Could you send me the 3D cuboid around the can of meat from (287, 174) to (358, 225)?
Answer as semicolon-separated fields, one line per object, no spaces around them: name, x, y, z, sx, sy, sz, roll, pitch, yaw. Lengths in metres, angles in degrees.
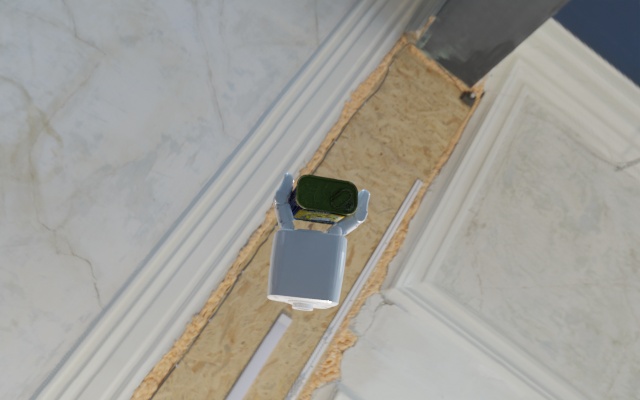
can of meat;0.000;0.003;0.787;0.102;0.057;0.084;8;-19;-14
